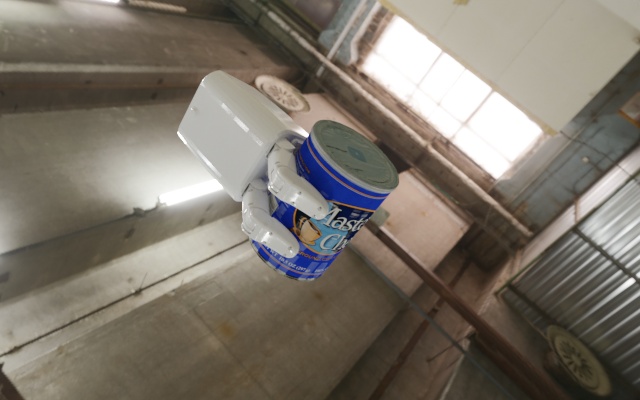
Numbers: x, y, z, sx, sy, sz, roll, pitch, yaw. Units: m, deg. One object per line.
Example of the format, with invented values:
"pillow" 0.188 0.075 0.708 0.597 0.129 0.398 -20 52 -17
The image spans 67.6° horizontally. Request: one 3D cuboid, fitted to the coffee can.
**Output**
"coffee can" 0.000 0.002 0.504 0.103 0.140 0.102 27 30 -17
